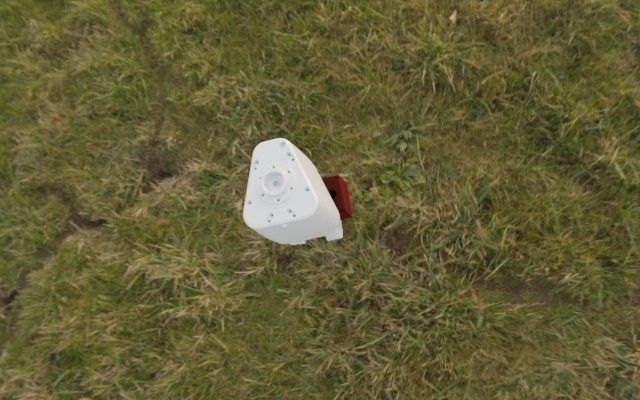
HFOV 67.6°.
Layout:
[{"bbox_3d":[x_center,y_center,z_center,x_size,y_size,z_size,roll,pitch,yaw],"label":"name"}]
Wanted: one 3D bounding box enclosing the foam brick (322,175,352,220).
[{"bbox_3d":[0.000,0.002,0.676,0.078,0.053,0.051,-13,-16,11],"label":"foam brick"}]
